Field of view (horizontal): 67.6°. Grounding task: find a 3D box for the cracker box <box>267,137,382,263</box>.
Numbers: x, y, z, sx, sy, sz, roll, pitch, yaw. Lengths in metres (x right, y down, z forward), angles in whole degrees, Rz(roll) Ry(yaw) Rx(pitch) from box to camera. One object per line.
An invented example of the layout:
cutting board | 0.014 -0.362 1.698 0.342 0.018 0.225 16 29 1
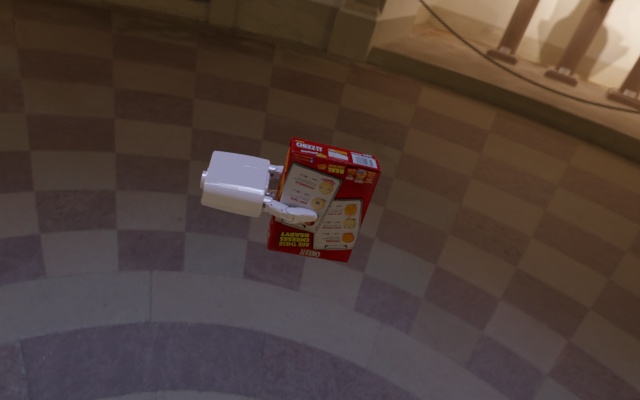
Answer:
cracker box | 0.000 0.003 0.894 0.164 0.214 0.072 11 30 -11
